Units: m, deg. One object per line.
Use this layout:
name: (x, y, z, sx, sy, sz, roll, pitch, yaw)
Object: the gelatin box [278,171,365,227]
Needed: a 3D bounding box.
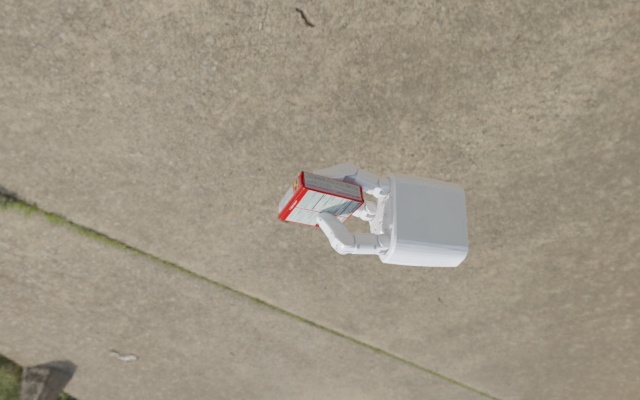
gelatin box: (0.000, 0.002, 0.614, 0.089, 0.030, 0.073, 12, -39, -26)
